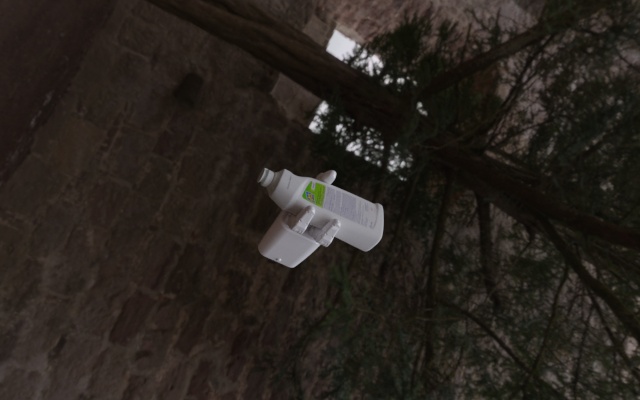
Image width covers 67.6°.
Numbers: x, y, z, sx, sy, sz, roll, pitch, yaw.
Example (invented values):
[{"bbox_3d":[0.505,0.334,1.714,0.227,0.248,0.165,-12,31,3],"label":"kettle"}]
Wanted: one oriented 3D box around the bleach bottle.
[{"bbox_3d":[0.000,0.003,0.898,0.251,0.102,0.068,27,-49,-19],"label":"bleach bottle"}]
